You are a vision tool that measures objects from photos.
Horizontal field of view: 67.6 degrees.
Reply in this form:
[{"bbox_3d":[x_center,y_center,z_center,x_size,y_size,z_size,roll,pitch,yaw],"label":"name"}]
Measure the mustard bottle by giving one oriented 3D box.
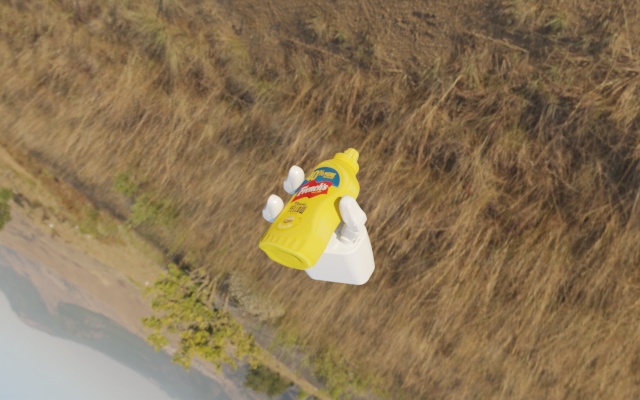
[{"bbox_3d":[0.000,0.002,0.658,0.096,0.191,0.058,2,-39,49],"label":"mustard bottle"}]
